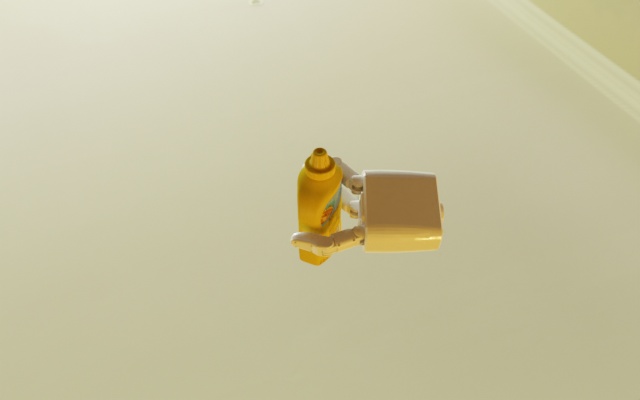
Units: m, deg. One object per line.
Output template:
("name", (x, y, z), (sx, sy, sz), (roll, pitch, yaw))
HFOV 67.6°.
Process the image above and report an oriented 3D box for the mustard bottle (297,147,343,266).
("mustard bottle", (0.000, 0.002, 0.676), (0.058, 0.096, 0.192), (18, -39, 16))
